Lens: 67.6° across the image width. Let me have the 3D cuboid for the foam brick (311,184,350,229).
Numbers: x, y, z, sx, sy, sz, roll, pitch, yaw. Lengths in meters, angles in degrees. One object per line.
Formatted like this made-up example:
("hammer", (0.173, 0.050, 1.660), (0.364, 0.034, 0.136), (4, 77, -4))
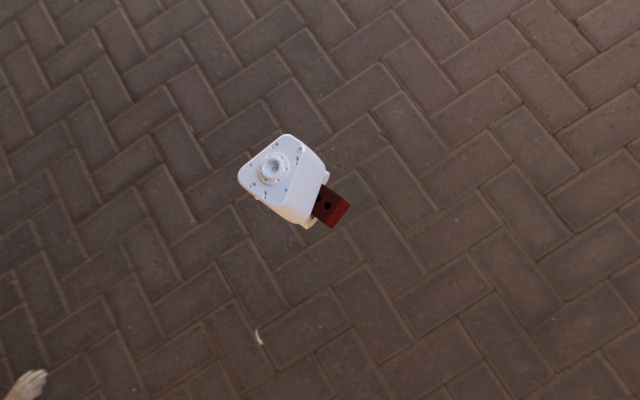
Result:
("foam brick", (0.000, 0.003, 0.804), (0.078, 0.053, 0.051), (35, -2, 21))
